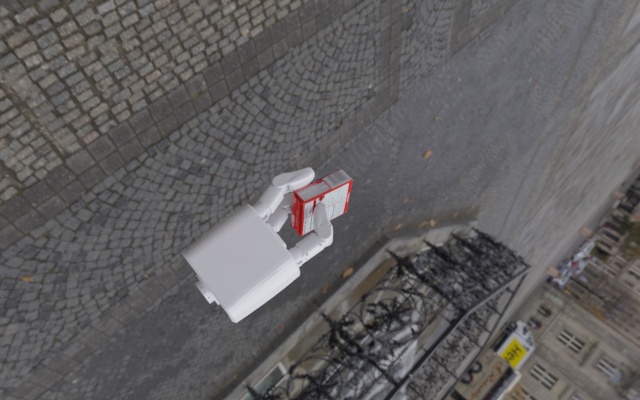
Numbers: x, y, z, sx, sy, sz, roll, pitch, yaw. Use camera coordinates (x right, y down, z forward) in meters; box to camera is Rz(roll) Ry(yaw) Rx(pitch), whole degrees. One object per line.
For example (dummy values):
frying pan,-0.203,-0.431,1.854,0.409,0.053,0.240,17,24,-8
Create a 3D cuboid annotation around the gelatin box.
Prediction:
gelatin box,0.001,0.002,0.690,0.089,0.073,0.030,-26,56,-26
